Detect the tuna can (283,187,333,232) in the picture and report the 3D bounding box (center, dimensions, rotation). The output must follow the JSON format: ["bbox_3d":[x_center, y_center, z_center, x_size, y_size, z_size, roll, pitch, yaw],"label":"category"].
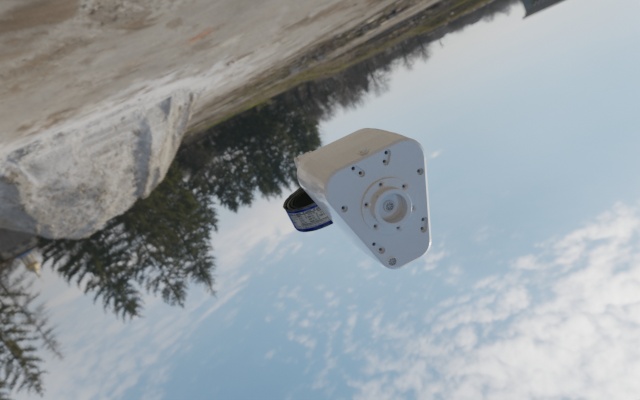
[{"bbox_3d":[0.000,0.002,0.575,0.086,0.034,0.086,-24,19,9],"label":"tuna can"}]
